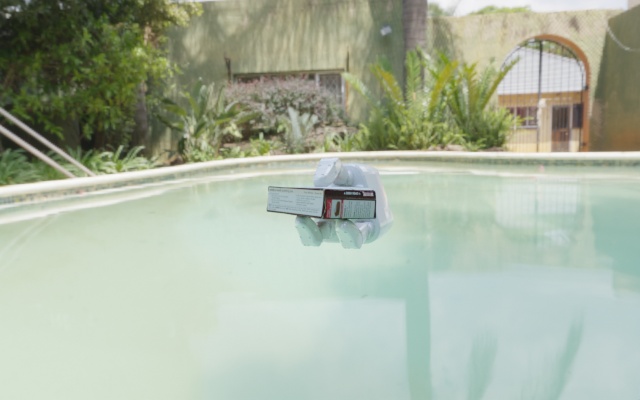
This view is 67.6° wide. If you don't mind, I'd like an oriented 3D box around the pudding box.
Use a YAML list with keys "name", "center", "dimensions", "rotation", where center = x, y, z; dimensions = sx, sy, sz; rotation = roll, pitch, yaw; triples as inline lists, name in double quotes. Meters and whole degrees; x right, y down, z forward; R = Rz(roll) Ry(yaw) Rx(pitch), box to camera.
- name: "pudding box"
  center: [0.000, 0.002, 0.598]
  dimensions: [0.090, 0.039, 0.113]
  rotation: [0, 1, -41]
